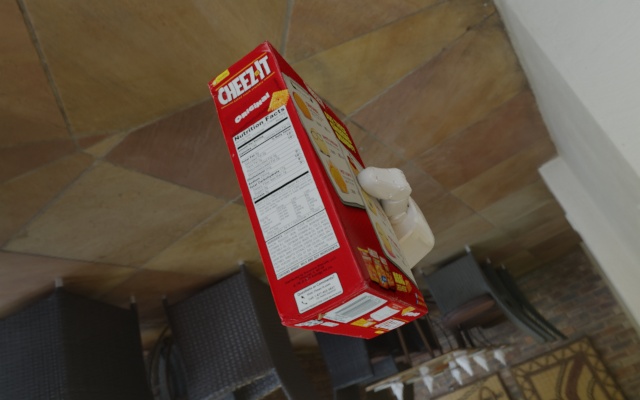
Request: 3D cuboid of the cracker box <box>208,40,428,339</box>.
[{"bbox_3d":[0.000,0.001,0.401,0.072,0.213,0.164,-29,-27,15],"label":"cracker box"}]
